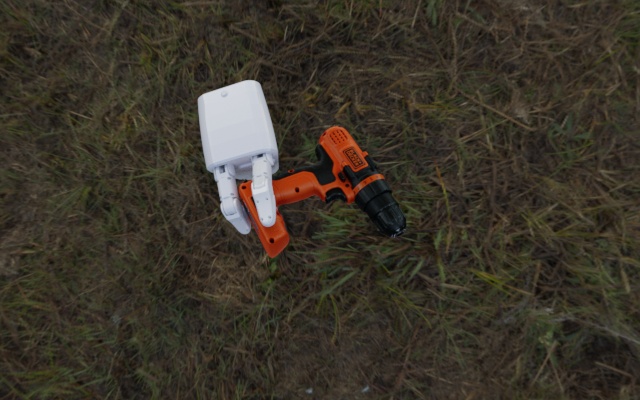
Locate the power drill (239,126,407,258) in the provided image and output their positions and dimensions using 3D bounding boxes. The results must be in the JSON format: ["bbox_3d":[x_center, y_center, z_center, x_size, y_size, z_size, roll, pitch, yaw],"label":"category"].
[{"bbox_3d":[0.000,0.002,0.643,0.187,0.184,0.057,-25,-26,-16],"label":"power drill"}]
